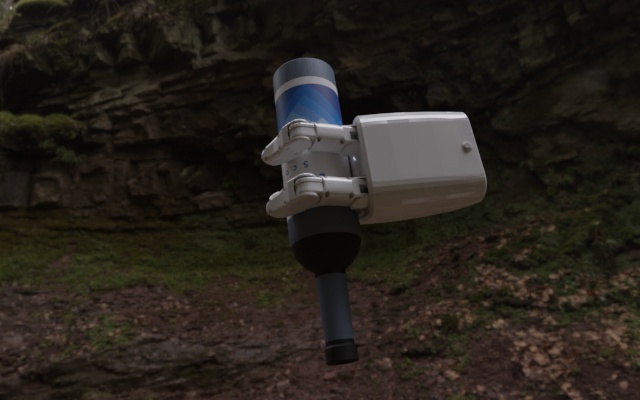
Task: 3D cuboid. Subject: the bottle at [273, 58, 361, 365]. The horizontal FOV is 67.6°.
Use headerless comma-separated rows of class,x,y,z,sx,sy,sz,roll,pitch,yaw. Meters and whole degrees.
bottle,0.000,0.001,0.455,0.069,0.295,0.069,-7,-24,-3
